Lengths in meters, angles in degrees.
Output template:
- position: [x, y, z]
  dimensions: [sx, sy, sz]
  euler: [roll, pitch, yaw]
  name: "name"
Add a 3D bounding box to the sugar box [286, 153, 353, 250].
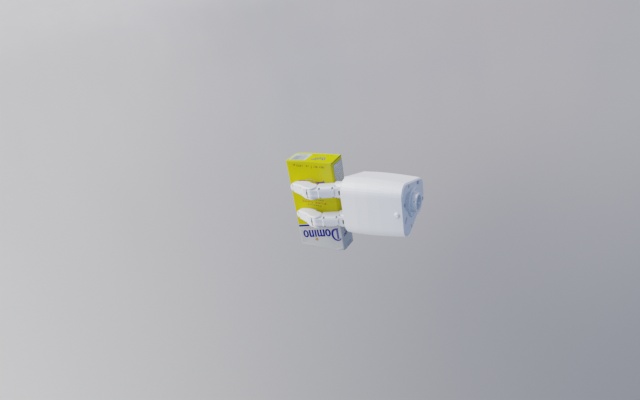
- position: [0.000, 0.003, 0.856]
  dimensions: [0.093, 0.176, 0.048]
  euler: [6, 29, 29]
  name: "sugar box"
